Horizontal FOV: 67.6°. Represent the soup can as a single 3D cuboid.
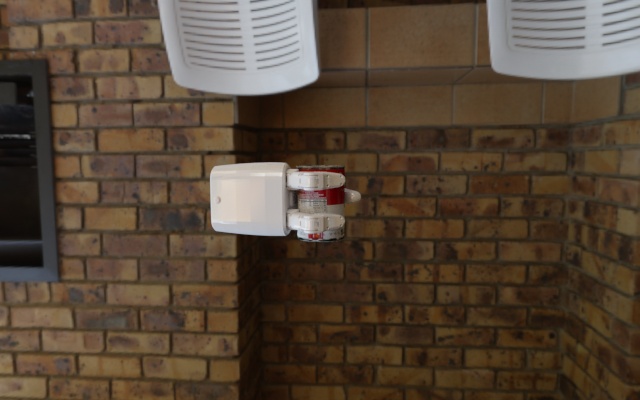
[{"bbox_3d":[0.001,0.002,0.666,0.068,0.102,0.068,0,5,0],"label":"soup can"}]
